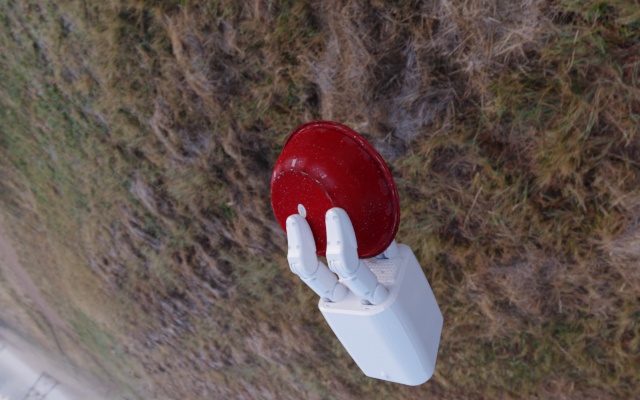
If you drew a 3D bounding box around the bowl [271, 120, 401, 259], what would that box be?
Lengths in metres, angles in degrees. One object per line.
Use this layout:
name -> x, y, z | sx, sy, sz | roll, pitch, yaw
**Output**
bowl -> -0.001, 0.001, 0.495 | 0.162, 0.162, 0.055 | 0, 23, 44
